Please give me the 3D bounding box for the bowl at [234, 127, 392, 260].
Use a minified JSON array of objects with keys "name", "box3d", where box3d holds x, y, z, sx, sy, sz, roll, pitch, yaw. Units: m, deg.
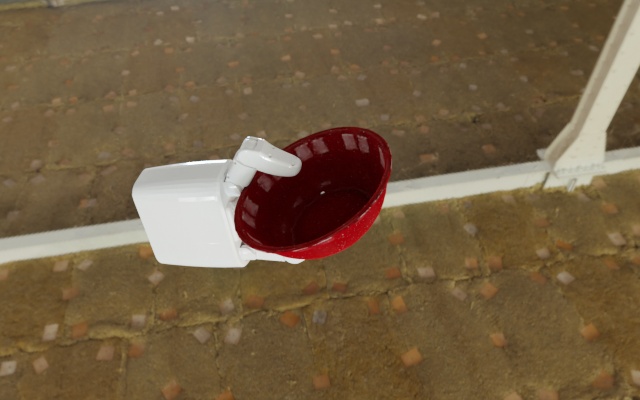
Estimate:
[{"name":"bowl","box3d":[0.001,0.002,0.457,0.162,0.162,0.055,0,-43,36]}]
